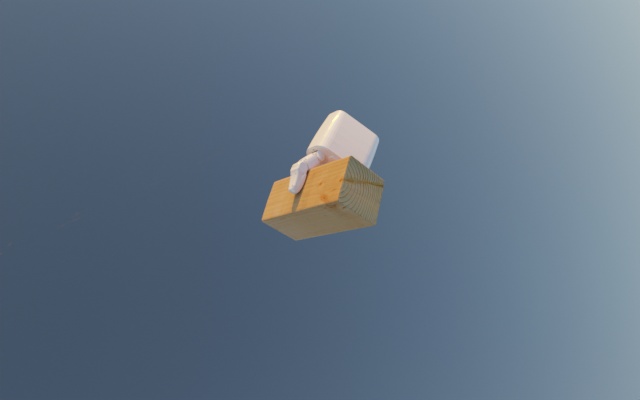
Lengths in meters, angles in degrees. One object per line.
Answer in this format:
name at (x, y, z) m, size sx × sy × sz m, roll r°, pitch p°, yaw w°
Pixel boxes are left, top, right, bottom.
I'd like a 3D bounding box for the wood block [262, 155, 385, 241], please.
wood block at (0.000, 0.002, 0.846) m, size 0.091 × 0.090 × 0.206 m, roll 34°, pitch -31°, yaw -32°
